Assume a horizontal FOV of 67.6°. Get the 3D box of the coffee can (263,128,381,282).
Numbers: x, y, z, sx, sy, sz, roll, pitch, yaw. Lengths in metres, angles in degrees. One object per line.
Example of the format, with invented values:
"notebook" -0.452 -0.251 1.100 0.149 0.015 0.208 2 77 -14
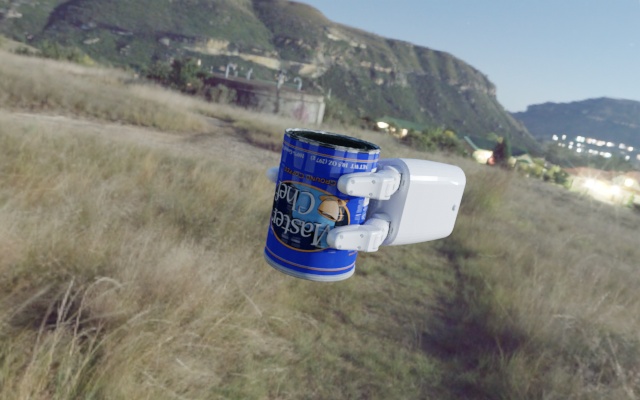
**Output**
"coffee can" 0.000 0.002 0.513 0.103 0.140 0.102 10 15 -3
